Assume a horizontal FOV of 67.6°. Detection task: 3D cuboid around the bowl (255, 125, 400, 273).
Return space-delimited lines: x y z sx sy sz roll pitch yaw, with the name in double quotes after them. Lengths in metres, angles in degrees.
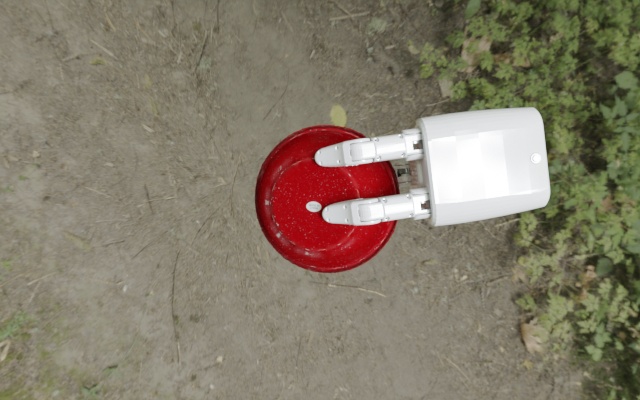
-0.001 0.002 0.494 0.162 0.162 0.055 0 5 12 "bowl"
